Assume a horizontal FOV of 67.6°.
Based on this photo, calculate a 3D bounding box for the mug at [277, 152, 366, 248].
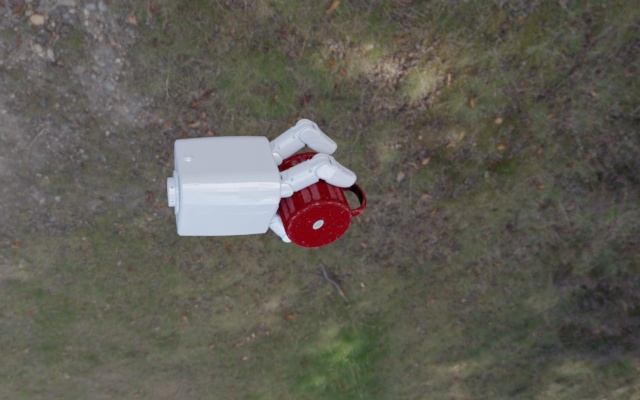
[{"bbox_3d":[0.001,0.002,0.582,0.117,0.093,0.081,-3,45,-19],"label":"mug"}]
